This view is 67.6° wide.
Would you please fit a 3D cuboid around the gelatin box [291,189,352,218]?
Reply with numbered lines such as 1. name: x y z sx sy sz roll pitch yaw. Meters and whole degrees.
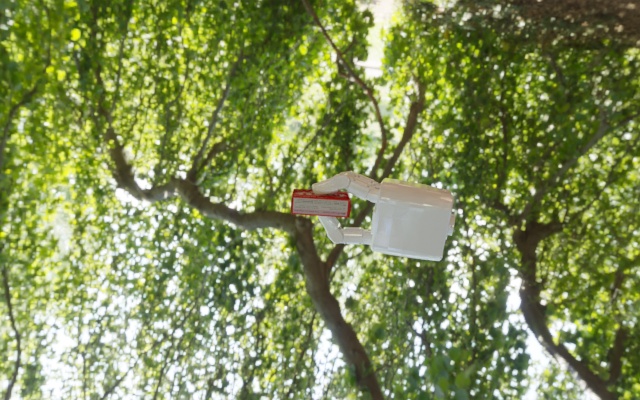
1. gelatin box: 0.000 0.003 0.730 0.089 0.030 0.073 3 11 -2
